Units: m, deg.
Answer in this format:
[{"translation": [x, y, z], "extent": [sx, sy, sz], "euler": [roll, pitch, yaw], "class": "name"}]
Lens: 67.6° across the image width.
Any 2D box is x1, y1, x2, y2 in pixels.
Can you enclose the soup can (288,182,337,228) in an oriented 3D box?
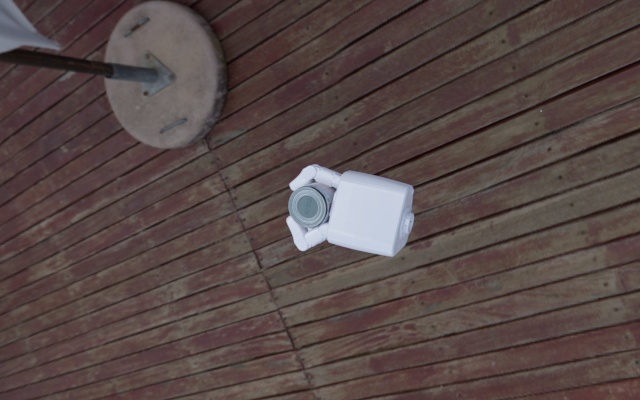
[{"translation": [0.000, 0.002, 0.775], "extent": [0.068, 0.068, 0.102], "euler": [0, 10, 25], "class": "soup can"}]
